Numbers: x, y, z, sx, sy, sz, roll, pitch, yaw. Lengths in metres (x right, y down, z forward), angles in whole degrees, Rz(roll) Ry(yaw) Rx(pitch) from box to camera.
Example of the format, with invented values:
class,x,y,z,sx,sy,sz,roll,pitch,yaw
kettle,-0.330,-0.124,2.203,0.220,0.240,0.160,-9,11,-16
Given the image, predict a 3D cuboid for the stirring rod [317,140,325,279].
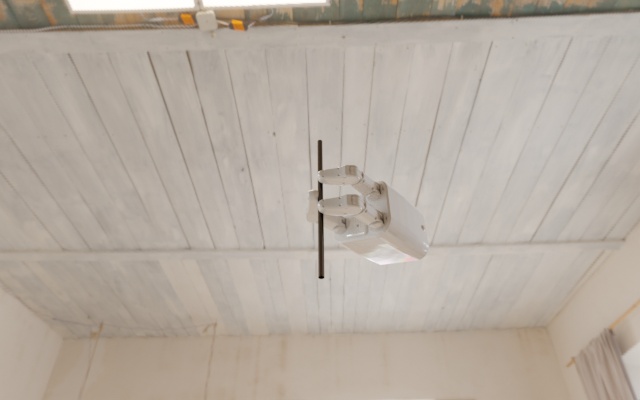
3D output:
class,x,y,z,sx,sy,sz,roll,pitch,yaw
stirring rod,0.000,0.002,0.672,0.011,0.239,0.011,0,-38,0
